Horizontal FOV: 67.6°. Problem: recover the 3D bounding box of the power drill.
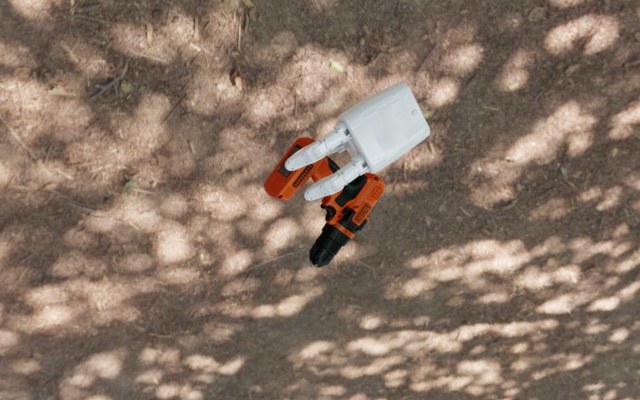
[{"bbox_3d":[0.000,0.002,0.761,0.188,0.184,0.057,37,-2,-41],"label":"power drill"}]
